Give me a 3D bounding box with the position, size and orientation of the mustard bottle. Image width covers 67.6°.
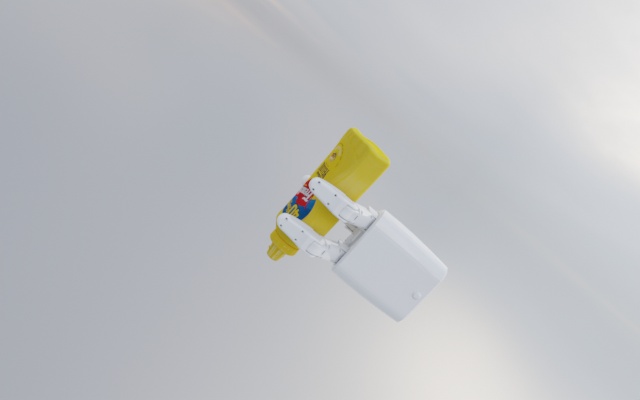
[{"bbox_3d":[0.000,0.002,0.589,0.058,0.192,0.096,36,14,-23],"label":"mustard bottle"}]
